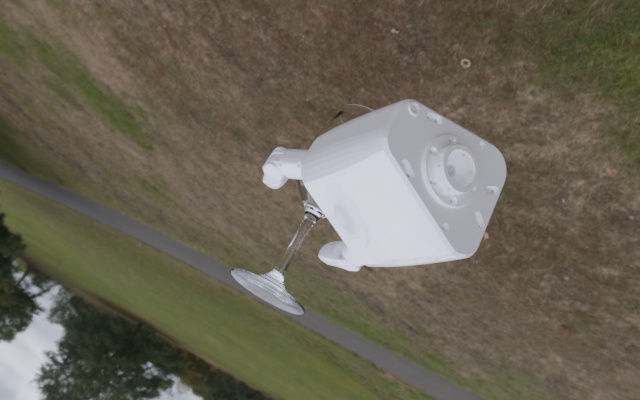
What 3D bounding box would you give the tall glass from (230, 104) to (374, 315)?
[{"bbox_3d":[0.000,0.002,0.453,0.079,0.201,0.079,25,-24,12],"label":"tall glass"}]
